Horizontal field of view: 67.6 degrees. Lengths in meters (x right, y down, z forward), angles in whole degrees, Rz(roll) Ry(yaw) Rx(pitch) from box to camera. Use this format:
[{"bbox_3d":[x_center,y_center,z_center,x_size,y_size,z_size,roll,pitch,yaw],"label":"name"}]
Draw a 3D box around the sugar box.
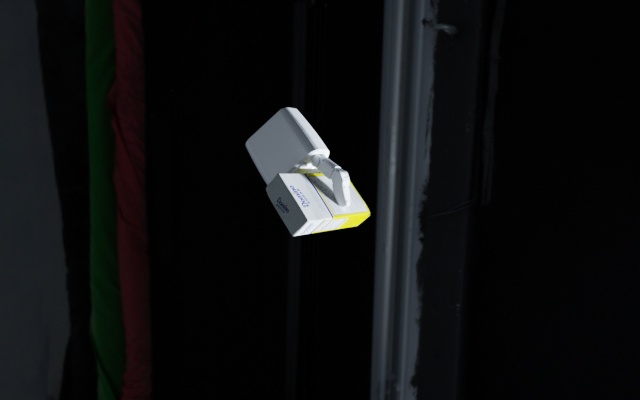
[{"bbox_3d":[0.000,0.003,0.774,0.176,0.093,0.048,-5,-33,-50],"label":"sugar box"}]
